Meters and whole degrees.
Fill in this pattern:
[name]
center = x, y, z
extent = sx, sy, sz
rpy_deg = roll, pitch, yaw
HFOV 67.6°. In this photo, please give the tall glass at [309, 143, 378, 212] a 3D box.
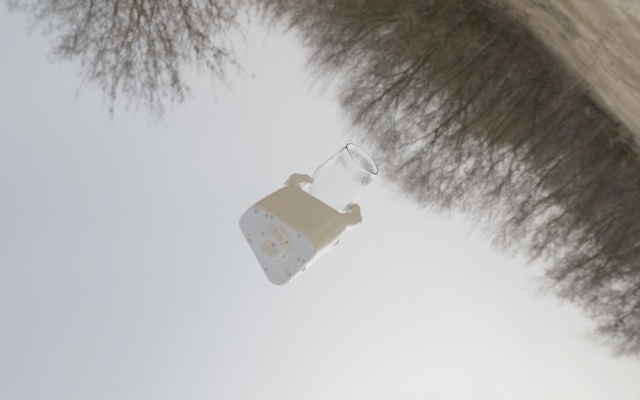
[tall glass]
center = 0.000, 0.003, 0.742
extent = 0.201, 0.079, 0.079
rpy_deg = -46, -25, 26
